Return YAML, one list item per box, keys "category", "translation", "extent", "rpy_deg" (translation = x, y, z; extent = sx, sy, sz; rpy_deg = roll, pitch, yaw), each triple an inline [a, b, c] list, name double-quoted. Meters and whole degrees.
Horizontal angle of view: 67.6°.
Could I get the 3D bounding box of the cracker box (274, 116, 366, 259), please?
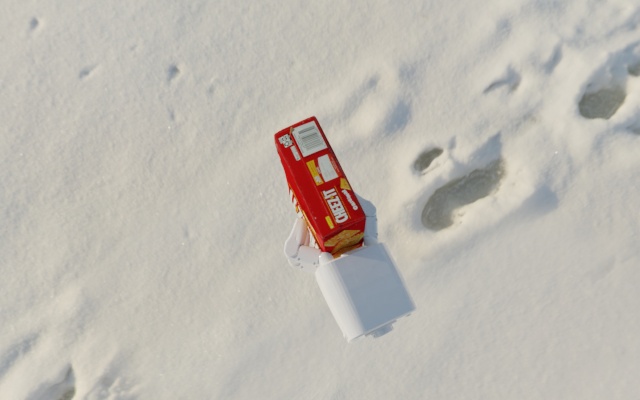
- category: "cracker box"
  translation: [0.000, 0.002, 0.709]
  extent: [0.072, 0.164, 0.214]
  rpy_deg: [-24, -19, -6]
